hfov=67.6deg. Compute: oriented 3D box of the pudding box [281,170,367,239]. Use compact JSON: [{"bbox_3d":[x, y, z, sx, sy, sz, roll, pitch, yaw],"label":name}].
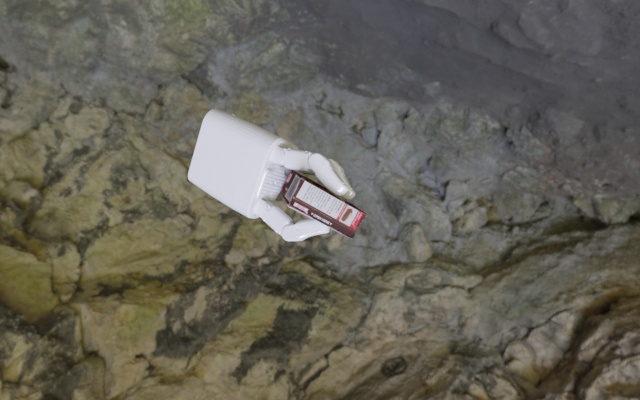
[{"bbox_3d":[0.000,0.002,0.594,0.090,0.039,0.113,28,5,-12],"label":"pudding box"}]
